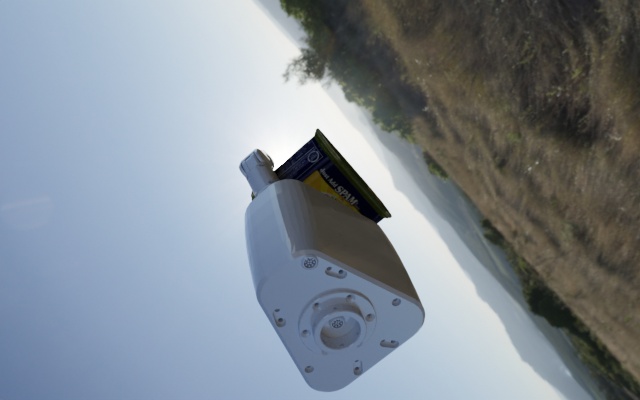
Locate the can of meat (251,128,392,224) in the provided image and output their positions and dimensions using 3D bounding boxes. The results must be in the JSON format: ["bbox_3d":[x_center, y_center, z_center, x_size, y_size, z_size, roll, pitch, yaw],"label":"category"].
[{"bbox_3d":[0.000,0.002,0.431,0.102,0.084,0.057,46,9,-28],"label":"can of meat"}]
